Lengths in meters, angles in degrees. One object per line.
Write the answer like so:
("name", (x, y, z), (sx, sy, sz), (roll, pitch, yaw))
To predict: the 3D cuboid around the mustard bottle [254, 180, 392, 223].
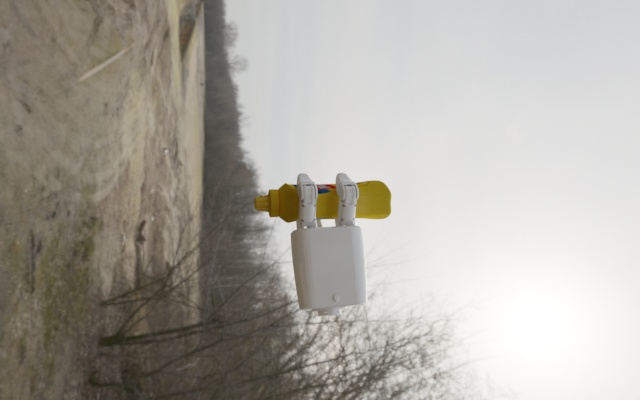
("mustard bottle", (0.000, 0.002, 0.700), (0.191, 0.058, 0.096), (-2, 10, -12))
